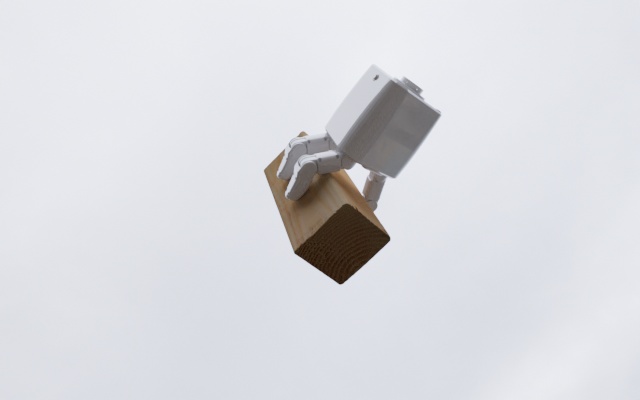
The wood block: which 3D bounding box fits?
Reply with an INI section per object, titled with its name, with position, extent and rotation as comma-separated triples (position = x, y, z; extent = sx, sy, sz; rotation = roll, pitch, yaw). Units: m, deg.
[wood block]
position = 0.001, 0.002, 0.646
extent = 0.091, 0.090, 0.206
rotation = 38, 14, -32
